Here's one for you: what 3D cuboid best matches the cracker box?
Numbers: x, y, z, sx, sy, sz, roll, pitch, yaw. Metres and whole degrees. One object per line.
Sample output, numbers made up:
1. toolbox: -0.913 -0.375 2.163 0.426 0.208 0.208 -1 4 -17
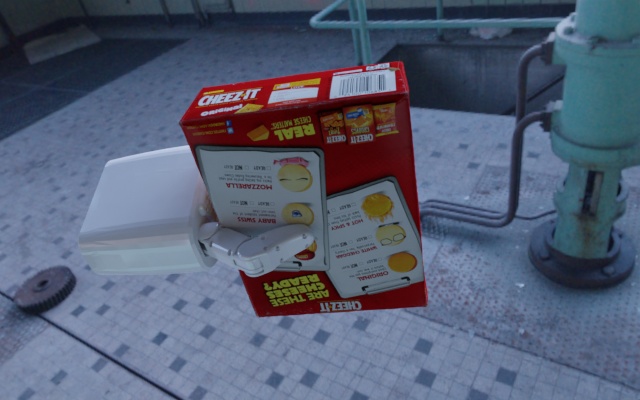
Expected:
1. cracker box: 0.000 0.001 0.408 0.164 0.214 0.072 -6 37 11
